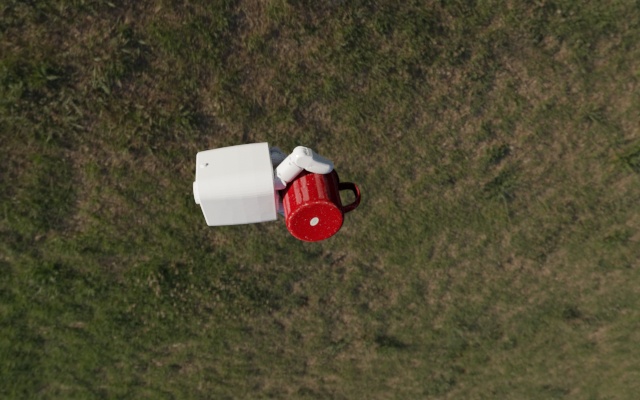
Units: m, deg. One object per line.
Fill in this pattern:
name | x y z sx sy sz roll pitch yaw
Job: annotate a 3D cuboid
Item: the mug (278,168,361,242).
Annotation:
mug | 0.002 0.002 0.682 0.117 0.093 0.081 -8 43 -4
